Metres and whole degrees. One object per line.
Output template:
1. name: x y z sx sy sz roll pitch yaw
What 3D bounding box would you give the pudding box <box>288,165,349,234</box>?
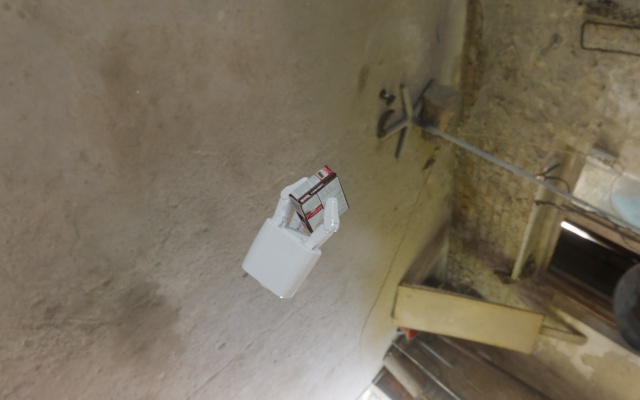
1. pudding box: 0.000 0.003 0.873 0.039 0.090 0.114 41 -15 33
